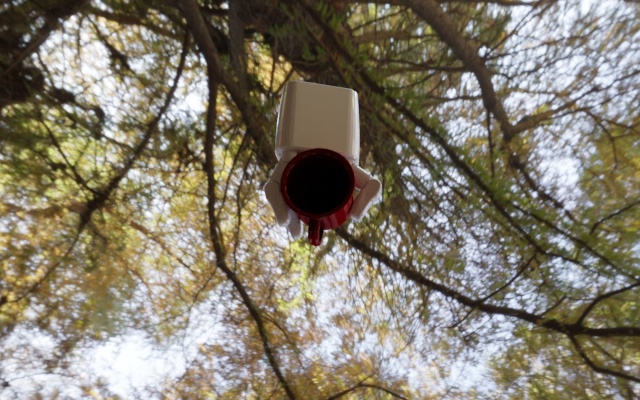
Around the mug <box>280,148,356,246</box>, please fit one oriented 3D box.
[{"bbox_3d":[0.000,0.003,0.618,0.093,0.117,0.081,2,-19,8],"label":"mug"}]
